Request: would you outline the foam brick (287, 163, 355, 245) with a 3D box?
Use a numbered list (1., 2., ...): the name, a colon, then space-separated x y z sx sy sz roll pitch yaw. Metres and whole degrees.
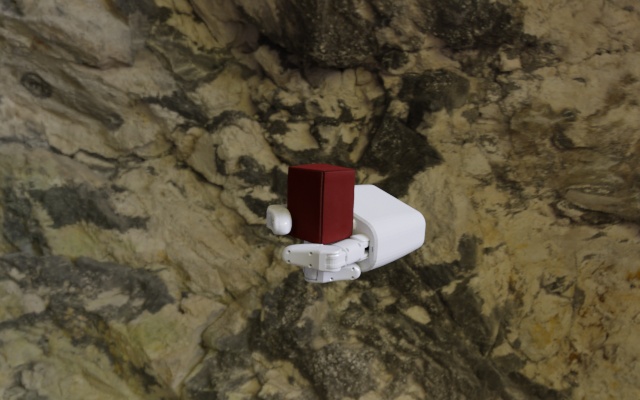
1. foam brick: 0.000 0.001 0.508 0.053 0.078 0.051 14 17 43
